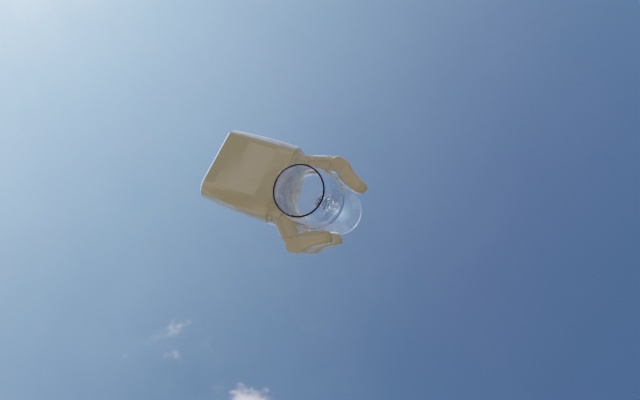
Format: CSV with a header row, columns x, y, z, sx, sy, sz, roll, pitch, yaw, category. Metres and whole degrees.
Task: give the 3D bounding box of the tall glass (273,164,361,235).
x,y,z,sx,sy,sz,roll,pitch,yaw,category
0.000,0.002,0.631,0.079,0.079,0.201,0,-8,15,tall glass
